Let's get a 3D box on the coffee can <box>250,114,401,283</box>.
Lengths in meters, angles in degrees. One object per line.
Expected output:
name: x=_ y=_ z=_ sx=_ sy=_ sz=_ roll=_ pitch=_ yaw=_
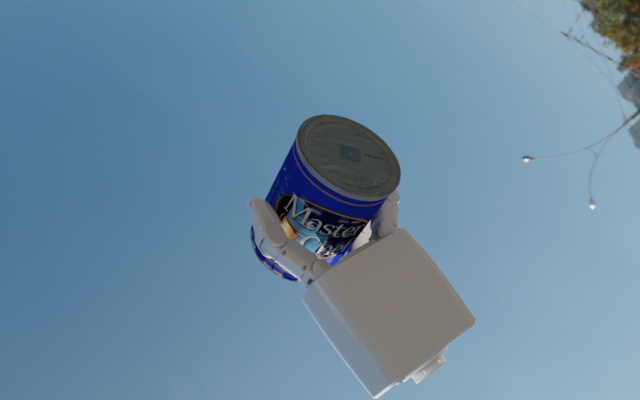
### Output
coffee can: x=0.000 y=0.001 z=0.473 sx=0.103 sy=0.102 sz=0.140 roll=0 pitch=-39 yaw=-31
